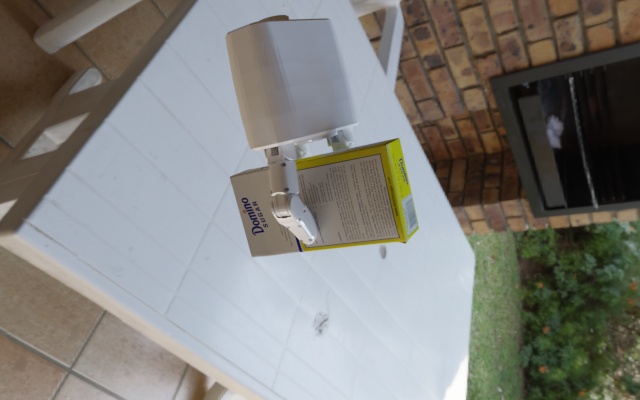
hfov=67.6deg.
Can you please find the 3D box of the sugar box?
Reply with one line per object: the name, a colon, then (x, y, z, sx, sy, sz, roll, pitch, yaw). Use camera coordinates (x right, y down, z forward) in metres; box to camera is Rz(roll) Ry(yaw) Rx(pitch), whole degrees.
sugar box: (0.000, 0.001, 0.475, 0.176, 0.093, 0.048, -8, 11, 31)
